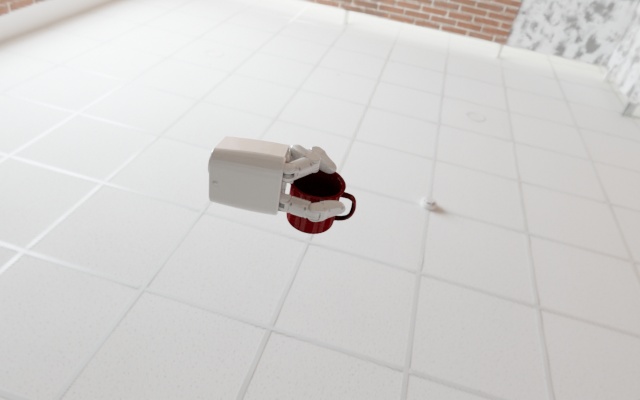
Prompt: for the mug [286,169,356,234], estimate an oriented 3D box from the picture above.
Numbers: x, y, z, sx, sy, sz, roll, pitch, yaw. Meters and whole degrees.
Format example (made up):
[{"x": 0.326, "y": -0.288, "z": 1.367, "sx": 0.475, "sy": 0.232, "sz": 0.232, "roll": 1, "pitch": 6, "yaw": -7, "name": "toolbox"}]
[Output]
[{"x": 0.002, "y": 0.003, "z": 0.780, "sx": 0.117, "sy": 0.082, "sz": 0.093, "roll": 11, "pitch": 37, "yaw": -2, "name": "mug"}]
